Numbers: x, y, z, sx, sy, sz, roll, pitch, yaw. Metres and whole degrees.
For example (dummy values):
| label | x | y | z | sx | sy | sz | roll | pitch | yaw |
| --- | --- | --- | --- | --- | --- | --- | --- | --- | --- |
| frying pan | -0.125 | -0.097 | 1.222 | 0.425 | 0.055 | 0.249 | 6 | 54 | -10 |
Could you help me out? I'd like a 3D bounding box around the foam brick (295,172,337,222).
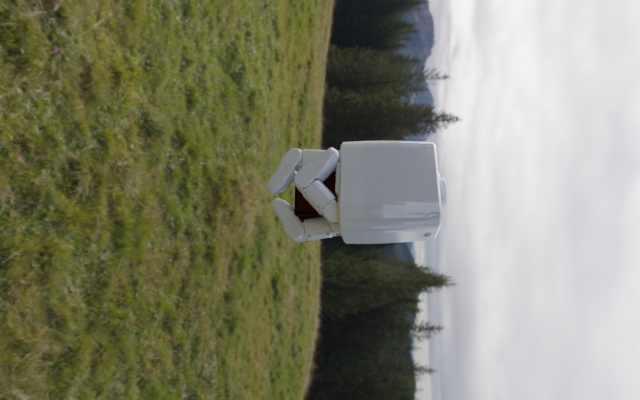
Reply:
| label | x | y | z | sx | sy | sz | roll | pitch | yaw |
| --- | --- | --- | --- | --- | --- | --- | --- | --- | --- |
| foam brick | 0.000 | 0.002 | 0.589 | 0.051 | 0.053 | 0.078 | -2 | -16 | 7 |
